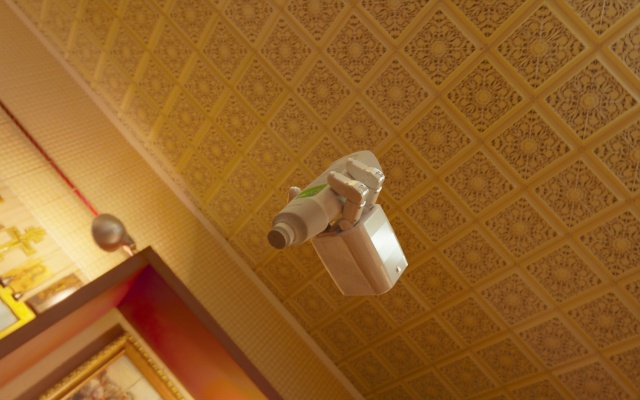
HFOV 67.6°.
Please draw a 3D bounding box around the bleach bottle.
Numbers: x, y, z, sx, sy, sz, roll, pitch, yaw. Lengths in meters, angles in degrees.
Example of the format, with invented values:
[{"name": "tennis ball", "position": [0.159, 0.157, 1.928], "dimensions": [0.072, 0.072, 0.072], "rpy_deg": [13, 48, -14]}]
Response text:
[{"name": "bleach bottle", "position": [0.000, 0.002, 0.702], "dimensions": [0.102, 0.068, 0.250], "rpy_deg": [-22, 11, 38]}]
